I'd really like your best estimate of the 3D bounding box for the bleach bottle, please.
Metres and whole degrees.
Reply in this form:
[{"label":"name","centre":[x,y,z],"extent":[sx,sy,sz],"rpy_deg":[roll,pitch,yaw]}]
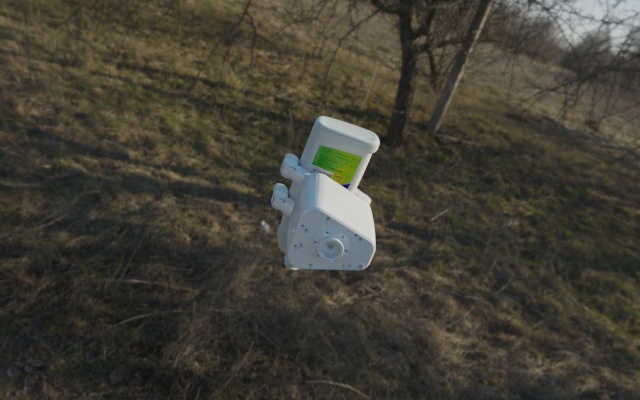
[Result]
[{"label":"bleach bottle","centre":[0.000,0.002,0.744],"extent":[0.102,0.251,0.068],"rpy_deg":[17,24,-6]}]
